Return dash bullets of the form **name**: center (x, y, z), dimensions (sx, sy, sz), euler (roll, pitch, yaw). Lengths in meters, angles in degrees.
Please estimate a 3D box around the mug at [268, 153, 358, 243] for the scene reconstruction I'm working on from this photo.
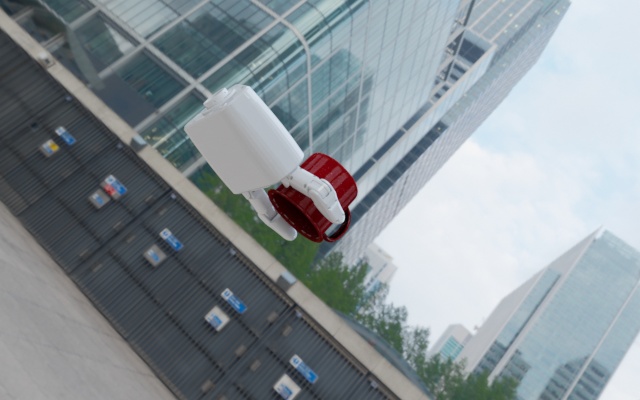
- **mug**: center (0.001, 0.003, 0.616), dimensions (0.081, 0.117, 0.093), euler (-46, 26, -18)
